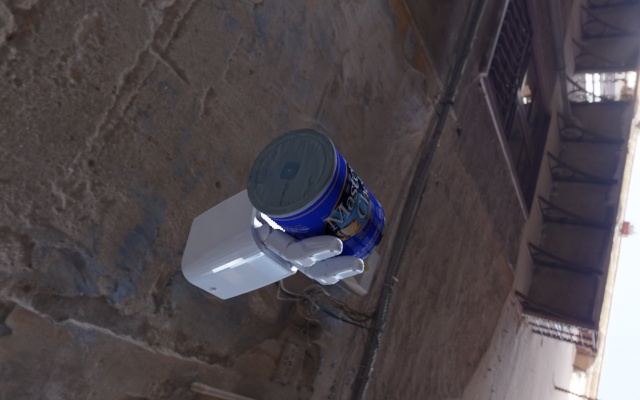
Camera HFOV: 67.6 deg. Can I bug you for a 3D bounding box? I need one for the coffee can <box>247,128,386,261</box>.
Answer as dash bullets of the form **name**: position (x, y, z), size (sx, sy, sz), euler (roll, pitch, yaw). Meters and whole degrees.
- **coffee can**: position (0.000, 0.002, 0.532), size (0.103, 0.102, 0.140), euler (0, -28, 32)
